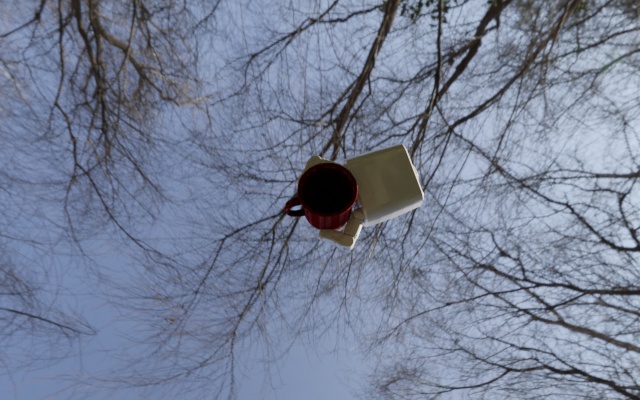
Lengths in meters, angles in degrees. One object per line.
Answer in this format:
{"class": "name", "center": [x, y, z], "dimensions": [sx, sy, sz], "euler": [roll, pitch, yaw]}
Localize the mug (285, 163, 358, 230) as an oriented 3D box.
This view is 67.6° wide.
{"class": "mug", "center": [-0.001, 0.003, 0.767], "dimensions": [0.117, 0.093, 0.081], "euler": [-17, -23, -7]}
